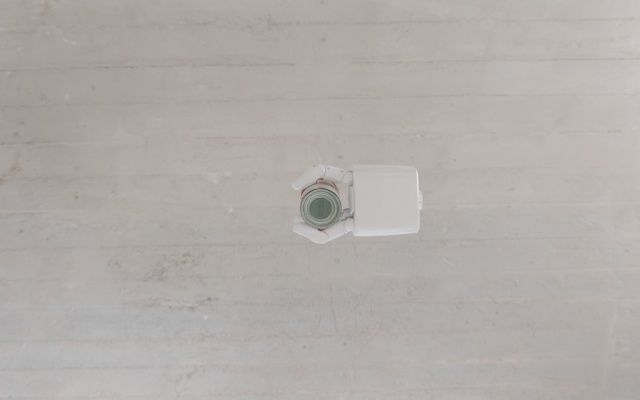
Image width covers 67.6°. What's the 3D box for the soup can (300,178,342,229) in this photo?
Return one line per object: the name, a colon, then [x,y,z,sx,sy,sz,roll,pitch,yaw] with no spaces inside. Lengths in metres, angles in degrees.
soup can: [0.000,0.003,0.795,0.068,0.068,0.102,0,13,-1]
